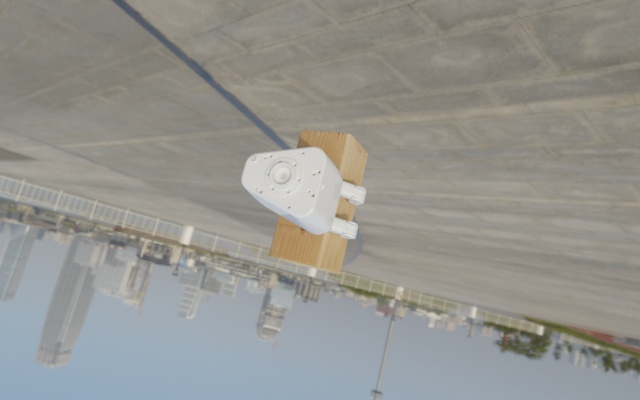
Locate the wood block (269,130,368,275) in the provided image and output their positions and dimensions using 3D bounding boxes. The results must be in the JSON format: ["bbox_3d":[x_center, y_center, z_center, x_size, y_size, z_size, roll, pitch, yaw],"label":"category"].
[{"bbox_3d":[0.000,0.002,0.760,0.091,0.206,0.090,9,-11,27],"label":"wood block"}]
